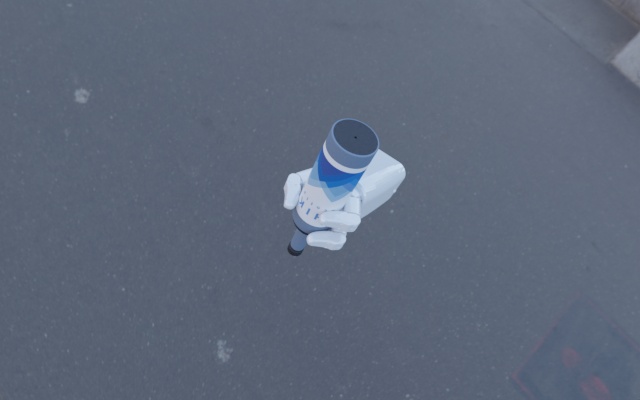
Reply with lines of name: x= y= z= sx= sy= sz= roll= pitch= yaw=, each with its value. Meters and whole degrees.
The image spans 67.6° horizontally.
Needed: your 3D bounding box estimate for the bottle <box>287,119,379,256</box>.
bottle: x=0.000 y=0.002 z=0.725 sx=0.069 sy=0.069 sz=0.296 roll=0 pitch=-35 yaw=-22
